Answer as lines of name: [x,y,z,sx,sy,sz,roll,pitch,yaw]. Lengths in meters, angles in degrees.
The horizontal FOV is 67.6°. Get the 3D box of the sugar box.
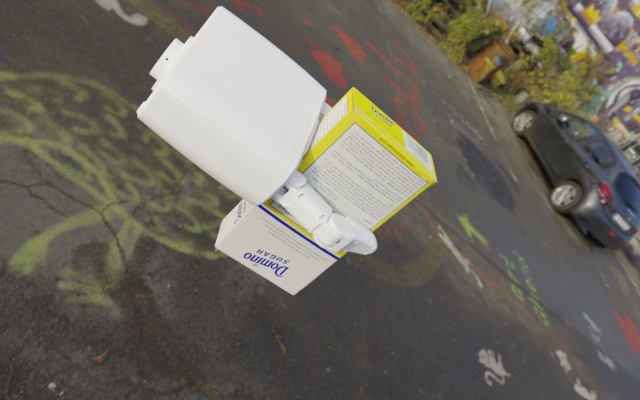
sugar box: [0.000,0.001,0.402,0.093,0.048,0.176,37,-58,-22]
